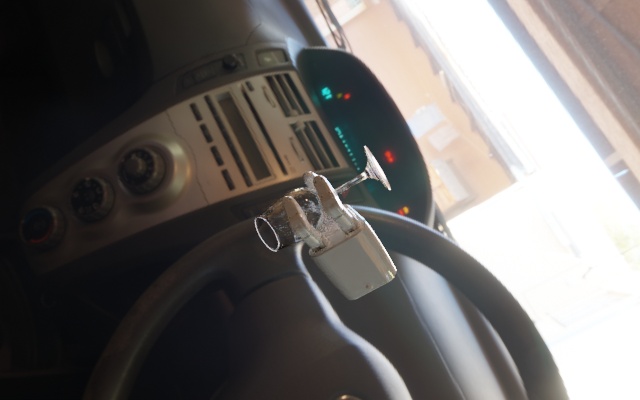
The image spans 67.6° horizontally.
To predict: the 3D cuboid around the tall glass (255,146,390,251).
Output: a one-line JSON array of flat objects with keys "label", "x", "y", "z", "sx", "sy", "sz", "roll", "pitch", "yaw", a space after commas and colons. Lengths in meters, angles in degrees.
[{"label": "tall glass", "x": 0.001, "y": 0.002, "z": 0.717, "sx": 0.201, "sy": 0.079, "sz": 0.079, "roll": -30, "pitch": -8, "yaw": 13}]
